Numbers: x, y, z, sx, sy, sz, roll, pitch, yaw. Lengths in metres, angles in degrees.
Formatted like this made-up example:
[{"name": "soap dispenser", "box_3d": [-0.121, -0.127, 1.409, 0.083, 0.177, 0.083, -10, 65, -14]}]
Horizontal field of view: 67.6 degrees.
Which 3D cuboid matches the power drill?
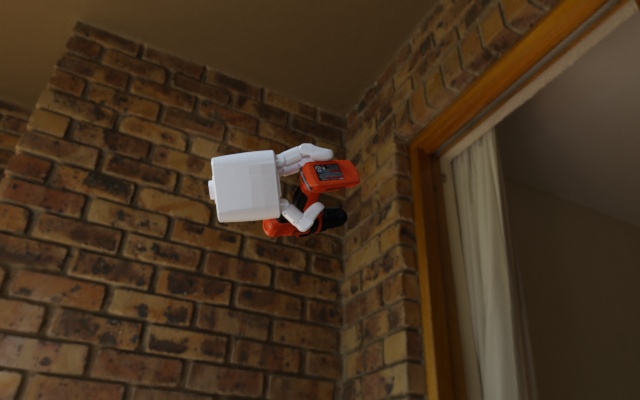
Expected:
[{"name": "power drill", "box_3d": [0.000, 0.003, 0.897, 0.184, 0.057, 0.188, -7, -33, -32]}]
